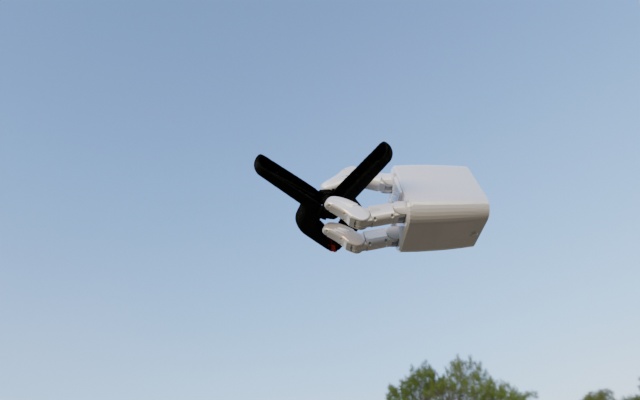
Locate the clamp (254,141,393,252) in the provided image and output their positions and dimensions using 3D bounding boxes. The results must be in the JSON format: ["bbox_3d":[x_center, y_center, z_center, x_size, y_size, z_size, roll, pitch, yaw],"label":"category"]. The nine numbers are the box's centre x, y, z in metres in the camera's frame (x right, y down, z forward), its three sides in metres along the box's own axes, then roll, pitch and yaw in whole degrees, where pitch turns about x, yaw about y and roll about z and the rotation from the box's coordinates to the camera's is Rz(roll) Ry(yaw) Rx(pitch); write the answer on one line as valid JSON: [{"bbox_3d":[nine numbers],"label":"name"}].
[{"bbox_3d":[0.000,0.002,0.634,0.164,0.036,0.210,-1,-38,-3],"label":"clamp"}]
